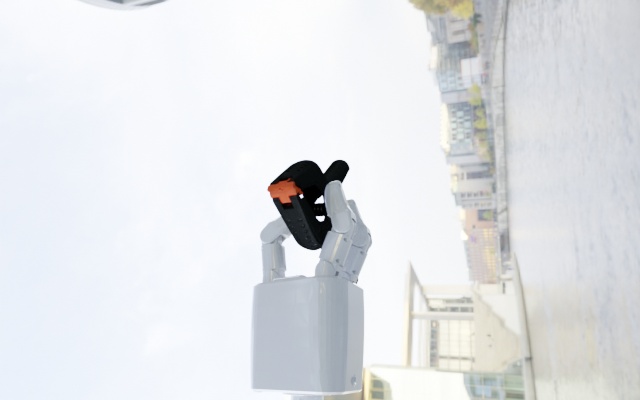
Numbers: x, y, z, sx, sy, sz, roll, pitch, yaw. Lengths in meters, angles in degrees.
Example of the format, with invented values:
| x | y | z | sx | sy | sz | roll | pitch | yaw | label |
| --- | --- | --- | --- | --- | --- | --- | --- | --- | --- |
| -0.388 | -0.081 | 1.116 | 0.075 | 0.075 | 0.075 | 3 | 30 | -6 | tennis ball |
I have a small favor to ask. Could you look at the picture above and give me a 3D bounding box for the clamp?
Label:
| x | y | z | sx | sy | sz | roll | pitch | yaw | label |
| --- | --- | --- | --- | --- | --- | --- | --- | --- | --- |
| -0.001 | 0.002 | 0.530 | 0.036 | 0.164 | 0.210 | -9 | -21 | 19 | clamp |
